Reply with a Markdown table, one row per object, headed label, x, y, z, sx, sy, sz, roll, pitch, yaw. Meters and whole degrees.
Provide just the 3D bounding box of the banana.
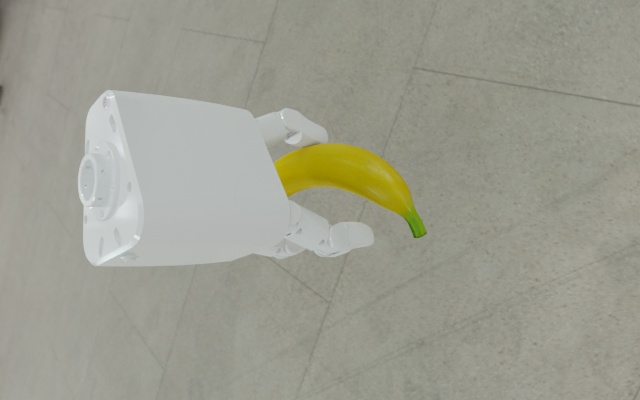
| label | x | y | z | sx | sy | sz | roll | pitch | yaw |
| --- | --- | --- | --- | --- | --- | --- | --- | --- | --- |
| banana | 0.003 | -0.017 | 0.422 | 0.198 | 0.069 | 0.037 | 12 | 14 | 44 |
